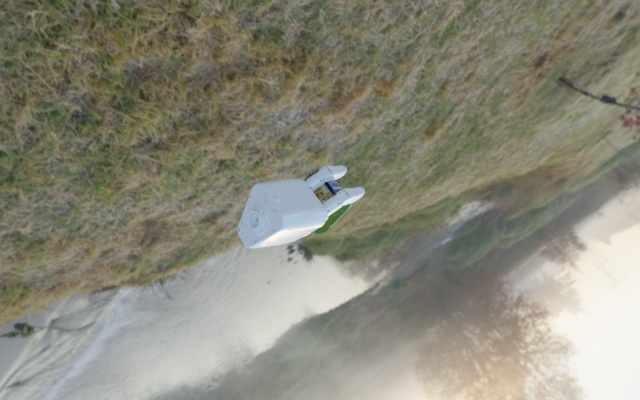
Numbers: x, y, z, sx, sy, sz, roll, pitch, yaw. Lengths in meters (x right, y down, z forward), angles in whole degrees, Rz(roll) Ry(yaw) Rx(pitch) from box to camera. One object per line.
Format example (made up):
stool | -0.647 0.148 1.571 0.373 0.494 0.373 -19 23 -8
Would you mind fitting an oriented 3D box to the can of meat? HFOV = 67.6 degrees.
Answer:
can of meat | 0.000 0.003 0.890 0.102 0.084 0.057 -48 -24 25
